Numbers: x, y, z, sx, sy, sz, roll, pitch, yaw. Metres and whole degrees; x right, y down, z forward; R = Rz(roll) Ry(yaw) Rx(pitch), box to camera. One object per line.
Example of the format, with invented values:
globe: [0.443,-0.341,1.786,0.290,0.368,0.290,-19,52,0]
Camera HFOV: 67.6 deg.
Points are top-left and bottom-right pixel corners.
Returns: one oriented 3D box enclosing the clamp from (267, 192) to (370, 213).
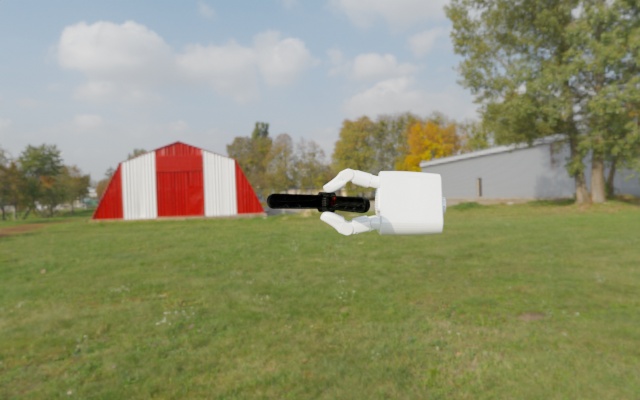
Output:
clamp: [0.000,0.002,0.836,0.164,0.036,0.210,3,1,3]
